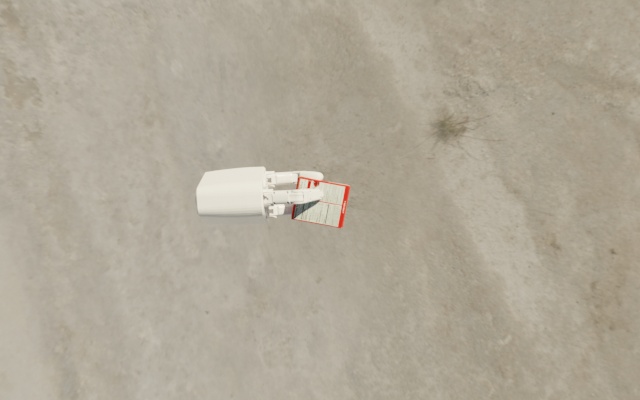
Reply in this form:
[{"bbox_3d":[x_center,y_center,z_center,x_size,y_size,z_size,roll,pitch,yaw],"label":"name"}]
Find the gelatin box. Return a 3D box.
[{"bbox_3d":[0.000,0.003,0.802,0.089,0.073,0.030,10,4,1],"label":"gelatin box"}]
